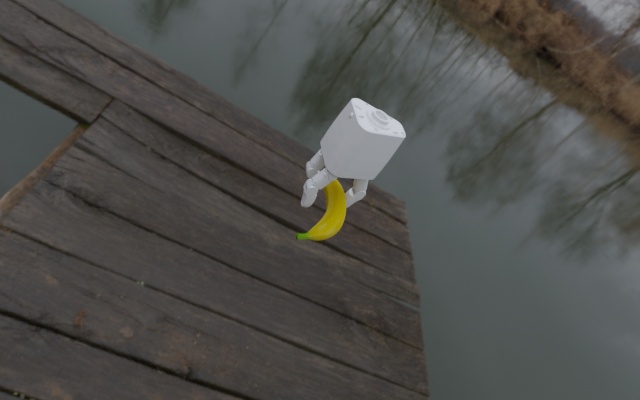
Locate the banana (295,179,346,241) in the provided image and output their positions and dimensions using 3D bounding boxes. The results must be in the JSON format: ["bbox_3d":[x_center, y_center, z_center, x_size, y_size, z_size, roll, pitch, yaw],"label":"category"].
[{"bbox_3d":[0.016,0.014,0.883,0.069,0.037,0.197,29,38,-4],"label":"banana"}]
